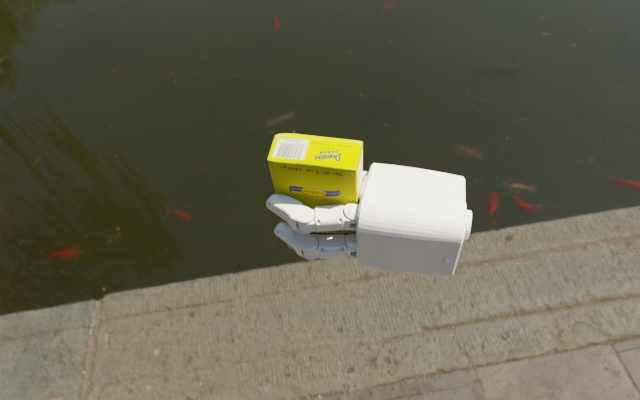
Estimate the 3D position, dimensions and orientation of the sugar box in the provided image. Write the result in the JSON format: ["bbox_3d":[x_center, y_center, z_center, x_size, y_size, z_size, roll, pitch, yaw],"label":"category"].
[{"bbox_3d":[0.000,0.002,0.543,0.093,0.048,0.176,8,-37,11],"label":"sugar box"}]
